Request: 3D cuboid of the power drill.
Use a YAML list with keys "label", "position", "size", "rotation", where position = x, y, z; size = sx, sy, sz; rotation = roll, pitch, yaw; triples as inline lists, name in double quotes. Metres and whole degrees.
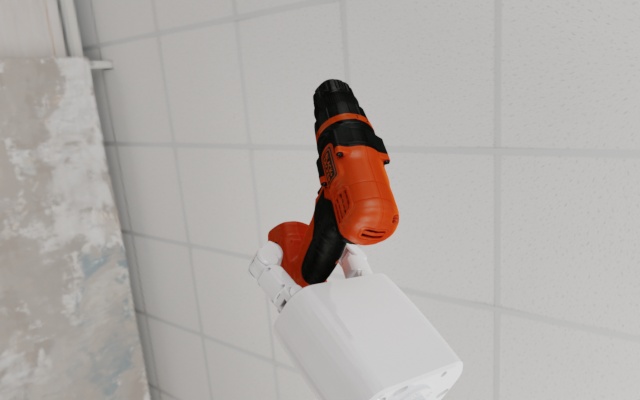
- label: "power drill"
  position: [0.000, 0.002, 0.454]
  size: [0.057, 0.184, 0.188]
  rotation: [7, -45, -19]
